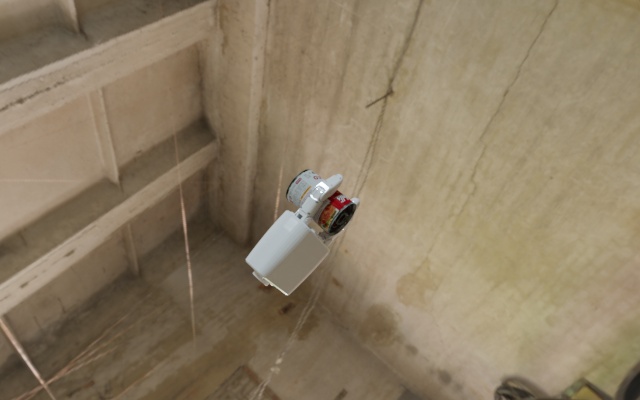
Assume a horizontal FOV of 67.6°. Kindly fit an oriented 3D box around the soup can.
[{"bbox_3d":[0.000,0.002,0.803,0.102,0.068,0.068,39,16,21],"label":"soup can"}]
